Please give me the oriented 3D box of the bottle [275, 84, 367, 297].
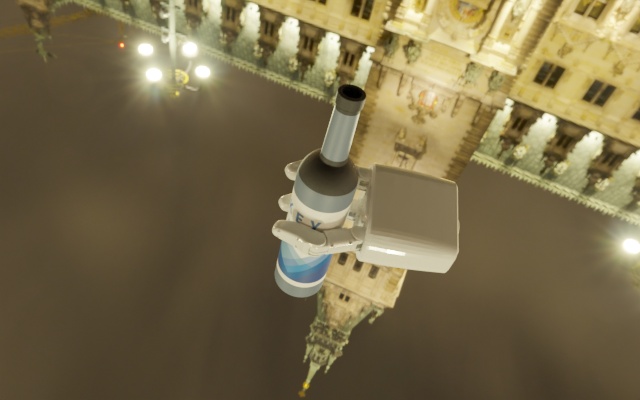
[{"bbox_3d":[0.000,0.002,0.538,0.069,0.069,0.296,0,-43,-16],"label":"bottle"}]
